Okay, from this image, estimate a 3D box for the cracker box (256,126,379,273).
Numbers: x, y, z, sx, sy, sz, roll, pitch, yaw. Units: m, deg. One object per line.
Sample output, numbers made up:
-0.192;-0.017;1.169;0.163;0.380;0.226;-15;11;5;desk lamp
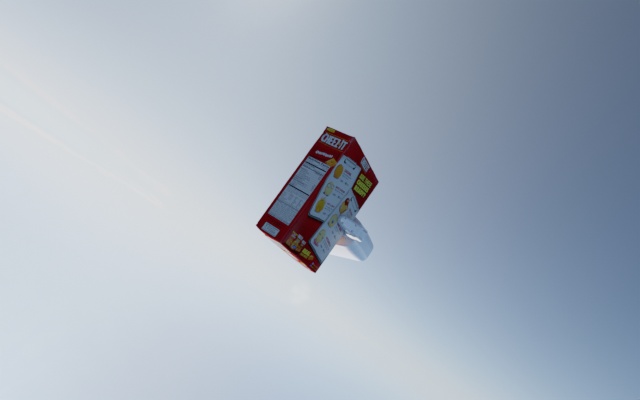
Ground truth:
0.000;0.003;0.840;0.072;0.213;0.164;29;-12;31;cracker box
